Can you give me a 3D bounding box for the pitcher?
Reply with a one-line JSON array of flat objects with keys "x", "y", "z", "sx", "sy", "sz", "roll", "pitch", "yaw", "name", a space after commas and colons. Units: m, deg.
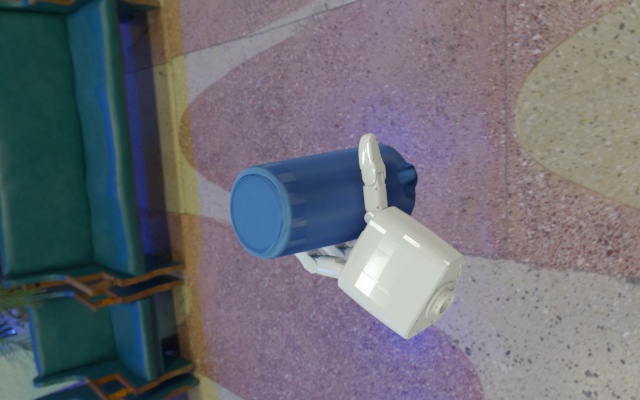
[{"x": 0.000, "y": 0.002, "z": 0.628, "sx": 0.145, "sy": 0.149, "sz": 0.243, "roll": 36, "pitch": 31, "yaw": 33, "name": "pitcher"}]
